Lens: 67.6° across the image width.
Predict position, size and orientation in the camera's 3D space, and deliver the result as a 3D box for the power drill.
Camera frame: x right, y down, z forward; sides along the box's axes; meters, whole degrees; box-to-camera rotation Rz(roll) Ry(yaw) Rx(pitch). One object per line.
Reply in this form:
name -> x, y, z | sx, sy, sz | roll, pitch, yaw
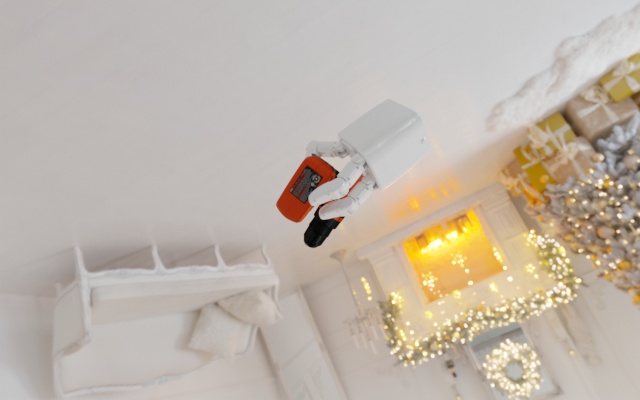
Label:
power drill -> 0.000, 0.002, 0.810 | 0.057, 0.184, 0.187 | 36, 9, 21
